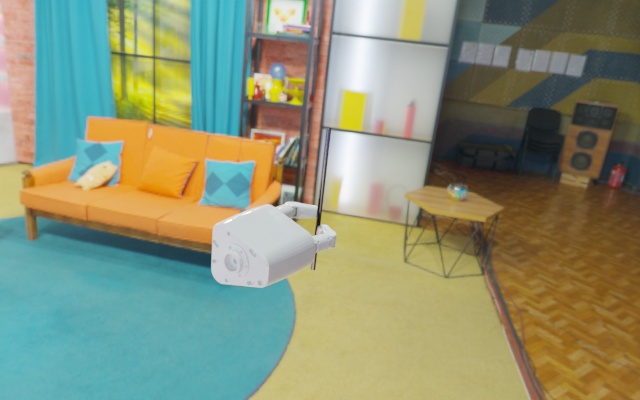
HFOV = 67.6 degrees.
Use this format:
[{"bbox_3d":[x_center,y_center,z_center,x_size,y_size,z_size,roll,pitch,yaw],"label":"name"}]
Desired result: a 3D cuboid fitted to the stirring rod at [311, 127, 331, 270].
[{"bbox_3d":[0.000,0.003,0.768,0.011,0.240,0.011,6,18,-2],"label":"stirring rod"}]
